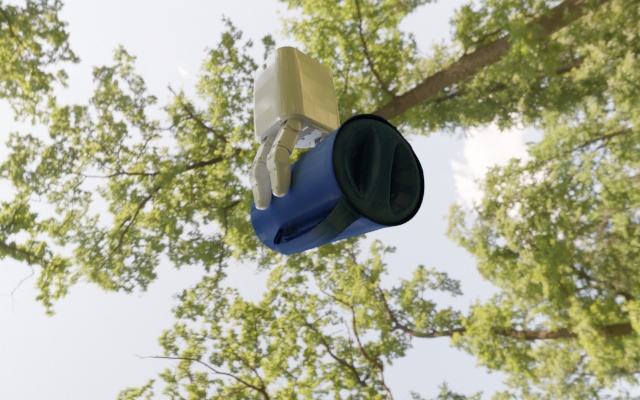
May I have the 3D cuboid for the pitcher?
[{"bbox_3d":[0.000,0.002,0.615,0.149,0.145,0.243,3,-18,-34],"label":"pitcher"}]
